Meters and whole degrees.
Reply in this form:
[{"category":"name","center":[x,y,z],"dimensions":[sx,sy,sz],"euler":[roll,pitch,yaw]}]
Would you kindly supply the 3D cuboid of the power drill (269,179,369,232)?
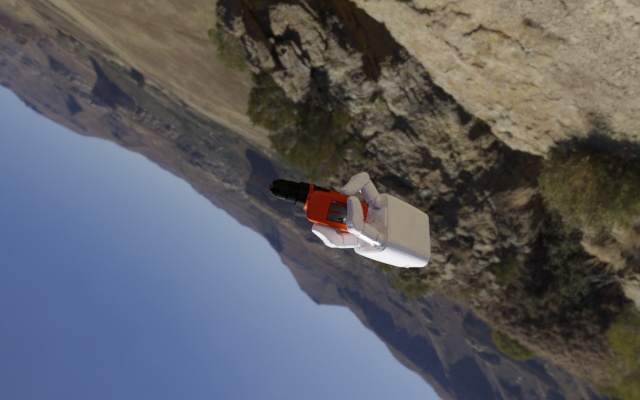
[{"category":"power drill","center":[0.000,0.003,0.882],"dimensions":[0.184,0.057,0.187],"euler":[13,6,-11]}]
